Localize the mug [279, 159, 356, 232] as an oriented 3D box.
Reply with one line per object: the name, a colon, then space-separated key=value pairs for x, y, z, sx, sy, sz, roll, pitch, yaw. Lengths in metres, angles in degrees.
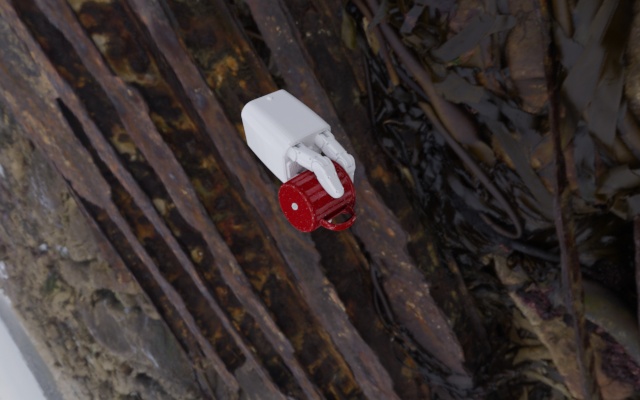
mug: x=0.001 y=0.003 z=0.704 sx=0.081 sy=0.093 sz=0.117 roll=-31 pitch=62 yaw=-33
